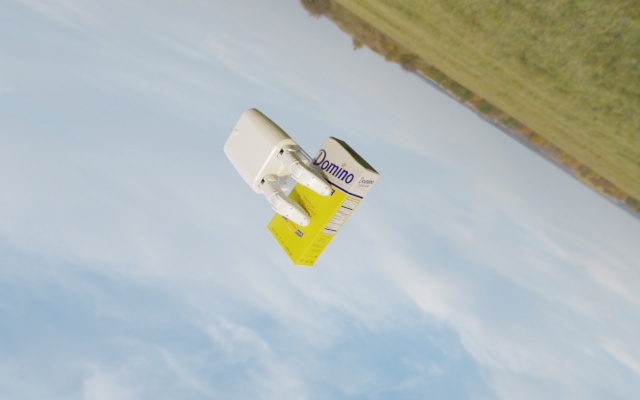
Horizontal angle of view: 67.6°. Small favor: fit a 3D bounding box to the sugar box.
[{"bbox_3d":[0.000,0.002,0.702,0.048,0.176,0.093,13,27,-48],"label":"sugar box"}]
